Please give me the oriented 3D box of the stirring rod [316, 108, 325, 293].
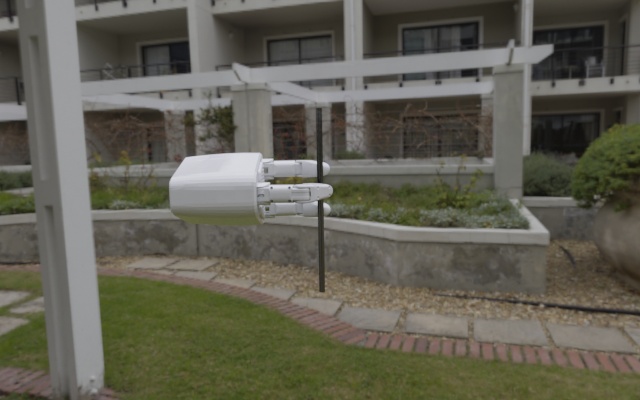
[{"bbox_3d":[0.000,0.002,0.622,0.011,0.239,0.011,-1,7,0],"label":"stirring rod"}]
